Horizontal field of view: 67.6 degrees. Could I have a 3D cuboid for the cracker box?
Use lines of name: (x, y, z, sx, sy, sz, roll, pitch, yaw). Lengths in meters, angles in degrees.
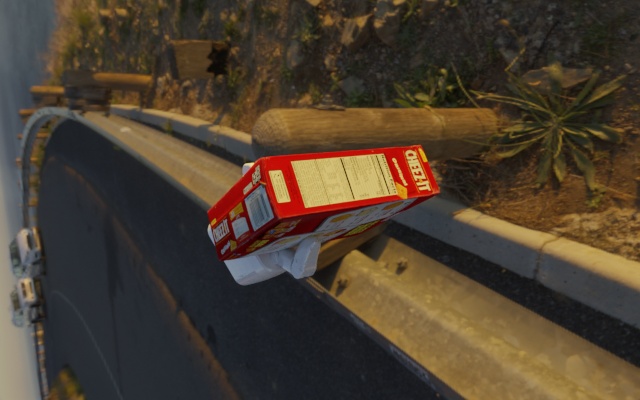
cracker box: (0.000, 0.002, 0.550, 0.213, 0.072, 0.164, -9, -15, -34)
